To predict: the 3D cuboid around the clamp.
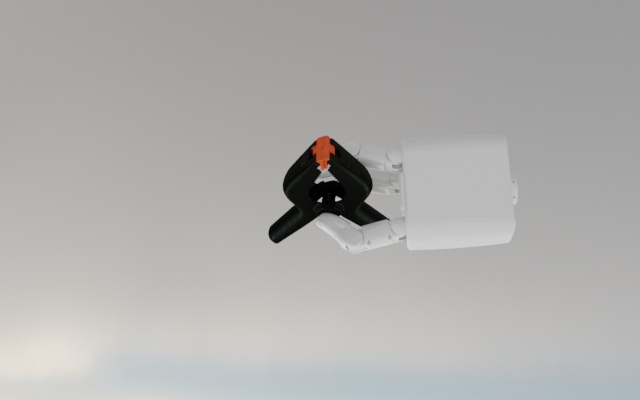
[{"bbox_3d":[0.000,0.002,0.536,0.164,0.036,0.210,-6,-29,9],"label":"clamp"}]
